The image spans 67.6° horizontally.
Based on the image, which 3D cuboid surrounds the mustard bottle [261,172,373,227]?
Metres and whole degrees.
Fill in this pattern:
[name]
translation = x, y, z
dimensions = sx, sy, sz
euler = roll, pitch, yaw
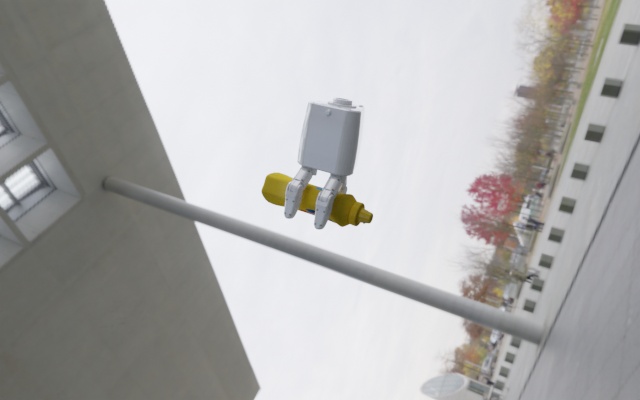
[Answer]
[mustard bottle]
translation = 0.000, 0.003, 0.823
dimensions = 0.191, 0.058, 0.096
euler = 17, -4, 23
